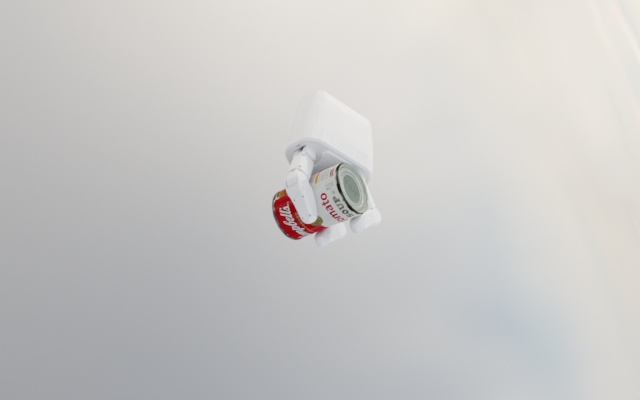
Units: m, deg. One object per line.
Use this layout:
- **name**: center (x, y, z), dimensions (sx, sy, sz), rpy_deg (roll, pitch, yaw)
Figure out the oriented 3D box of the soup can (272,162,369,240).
- **soup can**: center (0.000, 0.002, 0.590), dimensions (0.102, 0.068, 0.068), rpy_deg (-23, -12, 30)
